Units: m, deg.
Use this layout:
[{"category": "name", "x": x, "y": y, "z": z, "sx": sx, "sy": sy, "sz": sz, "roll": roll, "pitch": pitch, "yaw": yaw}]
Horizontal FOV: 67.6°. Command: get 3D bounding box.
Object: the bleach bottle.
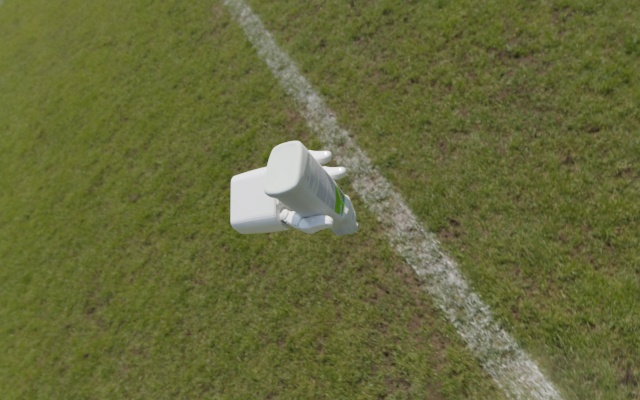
[{"category": "bleach bottle", "x": 0.000, "y": 0.003, "z": 0.843, "sx": 0.068, "sy": 0.102, "sz": 0.251, "roll": -10, "pitch": -33, "yaw": 28}]
